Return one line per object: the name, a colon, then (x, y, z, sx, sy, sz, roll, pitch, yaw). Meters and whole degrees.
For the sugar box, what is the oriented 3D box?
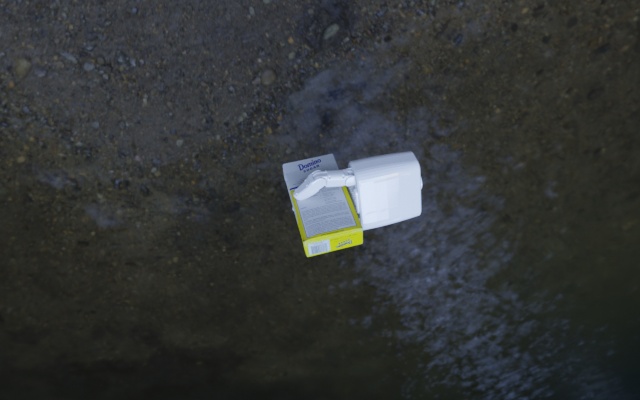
sugar box: (0.000, 0.003, 0.780, 0.093, 0.048, 0.176, -12, 46, -6)
